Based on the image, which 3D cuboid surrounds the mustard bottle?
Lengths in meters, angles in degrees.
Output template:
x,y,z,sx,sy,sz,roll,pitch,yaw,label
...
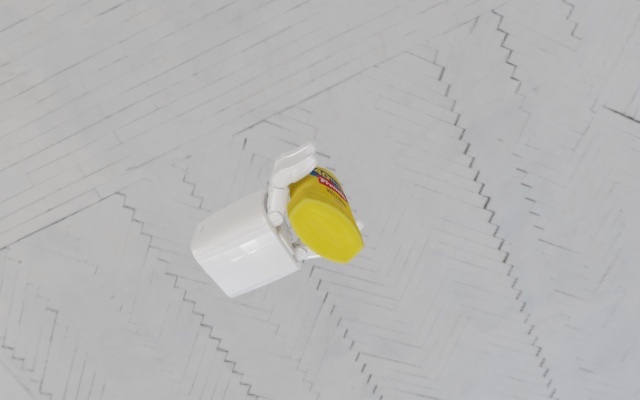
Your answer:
x,y,z,sx,sy,sz,roll,pitch,yaw,label
0.000,0.002,0.614,0.096,0.058,0.191,39,13,-17,mustard bottle
